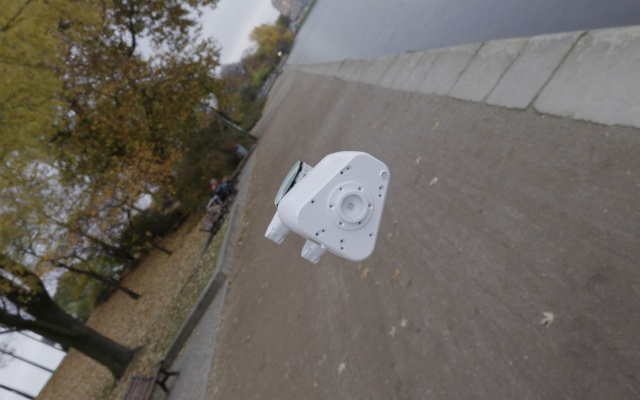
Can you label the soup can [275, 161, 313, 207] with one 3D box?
[{"bbox_3d":[0.000,0.002,0.621,0.102,0.068,0.068,30,-7,-13],"label":"soup can"}]
